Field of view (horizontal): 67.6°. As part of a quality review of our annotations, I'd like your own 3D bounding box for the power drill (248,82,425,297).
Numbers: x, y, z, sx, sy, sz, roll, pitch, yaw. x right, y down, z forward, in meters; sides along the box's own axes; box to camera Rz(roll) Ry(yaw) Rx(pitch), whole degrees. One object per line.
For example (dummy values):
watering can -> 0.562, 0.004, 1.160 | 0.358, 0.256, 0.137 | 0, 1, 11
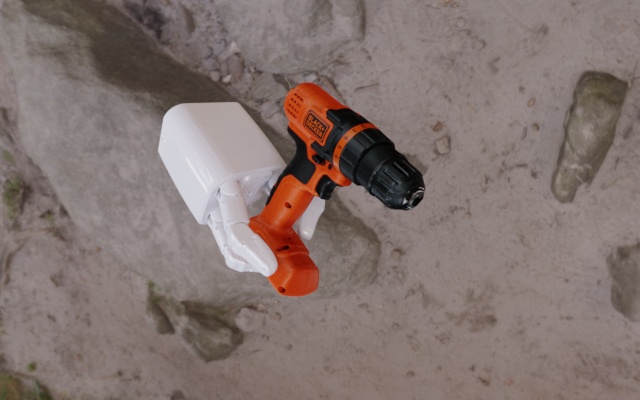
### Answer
power drill -> 0.000, 0.002, 0.468 | 0.057, 0.188, 0.184 | 5, 33, -43
